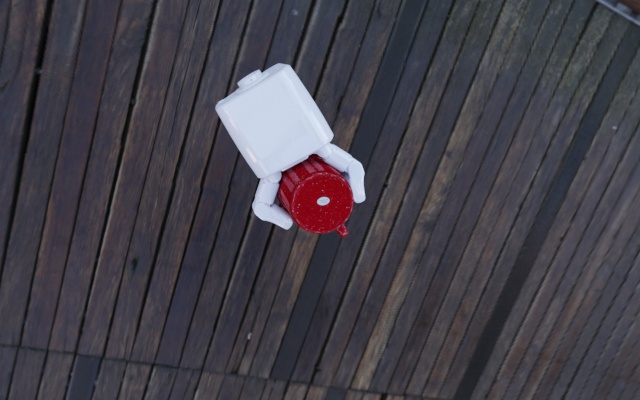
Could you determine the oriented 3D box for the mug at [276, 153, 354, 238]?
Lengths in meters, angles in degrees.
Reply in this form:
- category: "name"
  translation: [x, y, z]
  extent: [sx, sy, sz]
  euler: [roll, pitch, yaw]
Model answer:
- category: "mug"
  translation: [0.001, 0.003, 0.620]
  extent: [0.093, 0.117, 0.081]
  euler: [-34, 21, -2]
